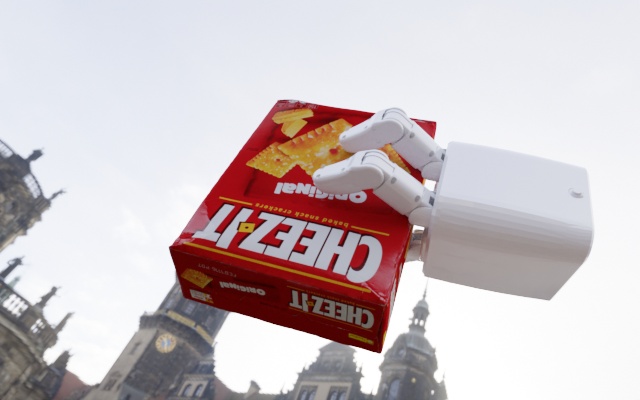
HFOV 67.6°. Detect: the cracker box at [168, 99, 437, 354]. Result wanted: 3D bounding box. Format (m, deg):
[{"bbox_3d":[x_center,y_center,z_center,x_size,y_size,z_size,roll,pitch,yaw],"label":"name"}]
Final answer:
[{"bbox_3d":[0.000,0.001,0.410,0.164,0.072,0.213,12,45,15],"label":"cracker box"}]
